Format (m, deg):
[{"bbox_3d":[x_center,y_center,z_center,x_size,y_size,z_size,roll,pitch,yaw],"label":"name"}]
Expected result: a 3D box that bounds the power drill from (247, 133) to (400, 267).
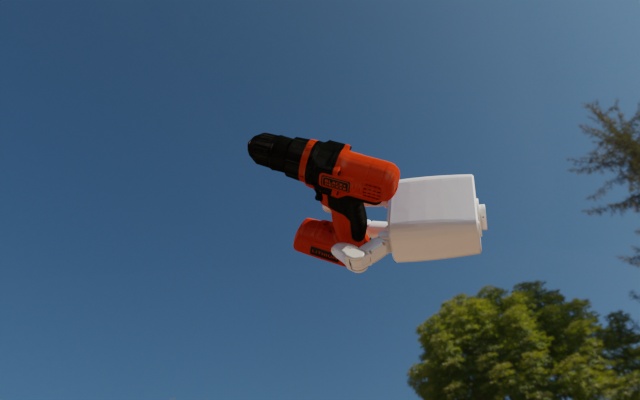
[{"bbox_3d":[0.000,0.002,0.607,0.184,0.057,0.188,17,-36,14],"label":"power drill"}]
